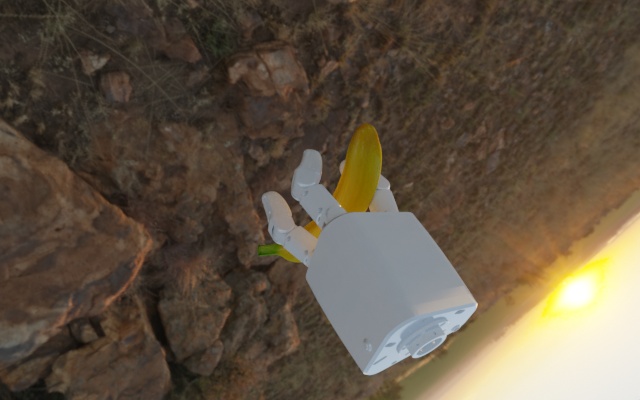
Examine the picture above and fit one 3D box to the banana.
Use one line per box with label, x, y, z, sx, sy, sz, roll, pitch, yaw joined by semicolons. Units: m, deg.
banana;0.013;0.008;0.489;0.069;0.037;0.198;16;-52;-36
